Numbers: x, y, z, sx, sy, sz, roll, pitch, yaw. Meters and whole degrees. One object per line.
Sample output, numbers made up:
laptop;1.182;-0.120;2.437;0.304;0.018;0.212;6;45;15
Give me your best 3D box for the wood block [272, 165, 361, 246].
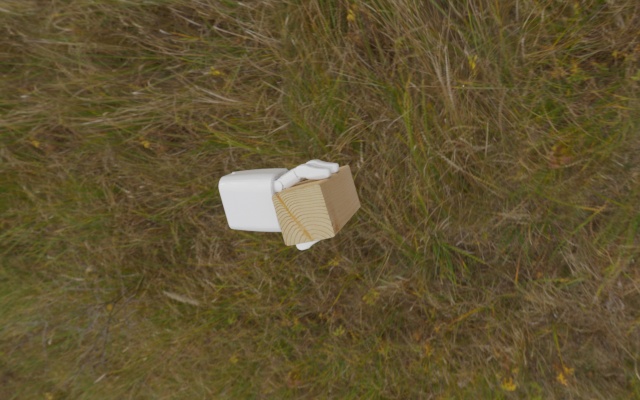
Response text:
wood block;0.000;0.003;0.866;0.090;0.091;0.206;-13;9;19
